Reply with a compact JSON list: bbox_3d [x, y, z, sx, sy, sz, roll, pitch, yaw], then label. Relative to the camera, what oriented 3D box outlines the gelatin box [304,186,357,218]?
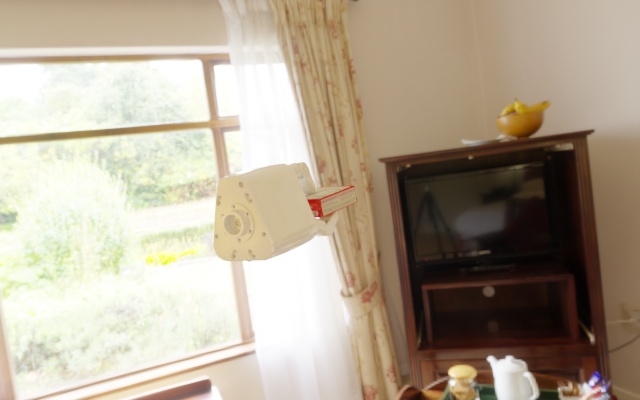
[{"bbox_3d":[0.000,0.002,0.722,0.073,0.030,0.089,-2,14,41],"label":"gelatin box"}]
